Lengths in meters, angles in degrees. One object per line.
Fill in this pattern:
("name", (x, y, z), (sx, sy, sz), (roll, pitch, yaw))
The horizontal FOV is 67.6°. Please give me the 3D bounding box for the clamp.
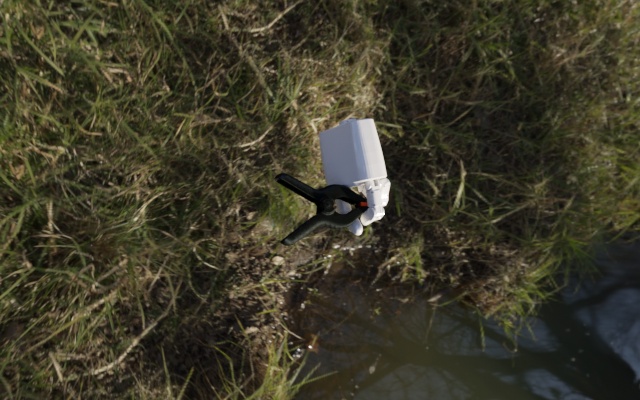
("clamp", (0.001, 0.003, 0.812), (0.171, 0.120, 0.039), (-11, 0, -26))
